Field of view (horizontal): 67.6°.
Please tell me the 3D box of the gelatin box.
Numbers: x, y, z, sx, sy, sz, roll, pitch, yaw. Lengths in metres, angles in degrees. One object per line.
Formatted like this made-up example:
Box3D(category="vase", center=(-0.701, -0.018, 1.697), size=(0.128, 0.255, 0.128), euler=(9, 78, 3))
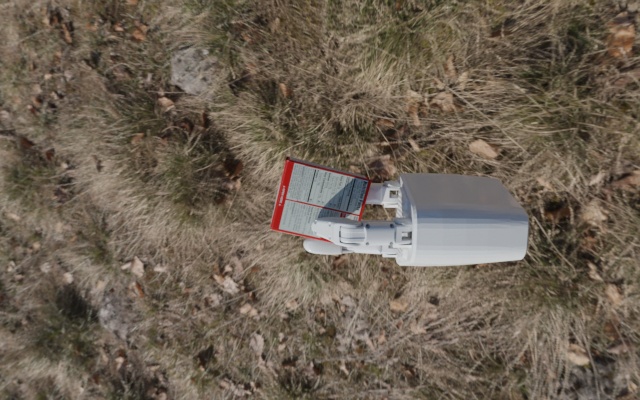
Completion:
Box3D(category="gelatin box", center=(0.000, 0.002, 0.485), size=(0.089, 0.073, 0.030), euler=(13, 11, -7))
